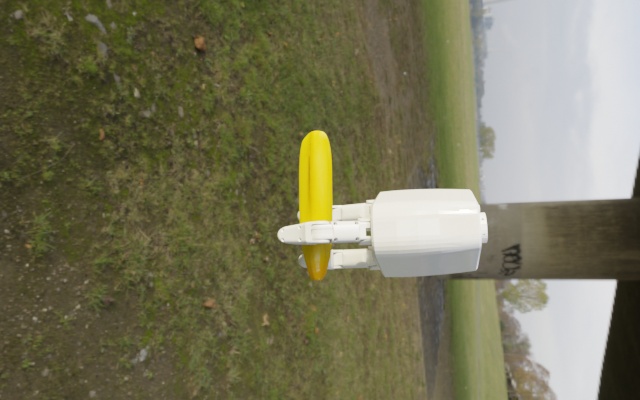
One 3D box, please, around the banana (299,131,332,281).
[{"bbox_3d":[-0.003,-0.011,0.546,0.037,0.197,0.070,-5,-32,9],"label":"banana"}]
